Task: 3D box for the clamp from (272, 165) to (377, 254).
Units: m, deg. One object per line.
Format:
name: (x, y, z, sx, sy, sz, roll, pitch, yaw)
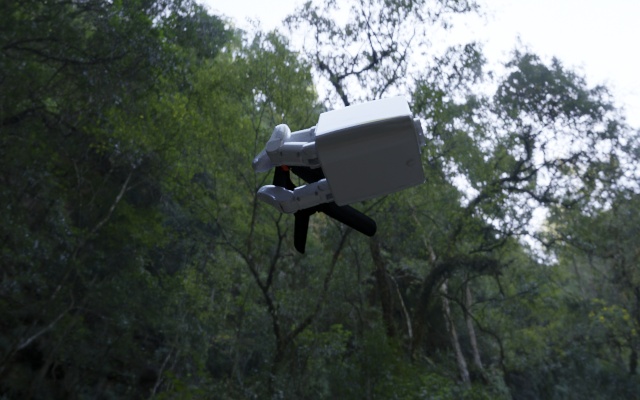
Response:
clamp: (0.000, 0.002, 0.614, 0.120, 0.172, 0.039, -13, 42, 11)
